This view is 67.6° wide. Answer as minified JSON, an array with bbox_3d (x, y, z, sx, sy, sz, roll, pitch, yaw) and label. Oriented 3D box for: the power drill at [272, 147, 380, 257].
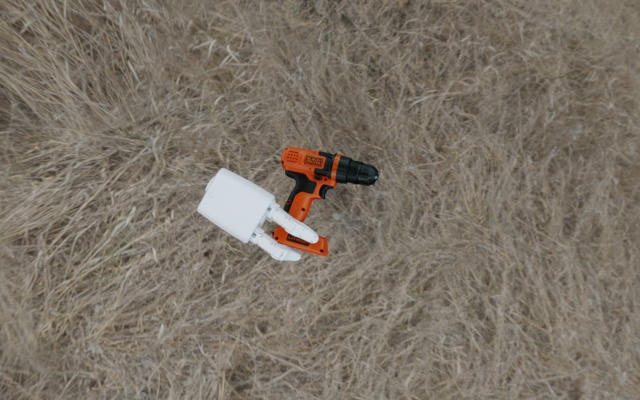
[{"bbox_3d":[0.000,0.003,0.869,0.184,0.187,0.057,13,-10,13],"label":"power drill"}]
